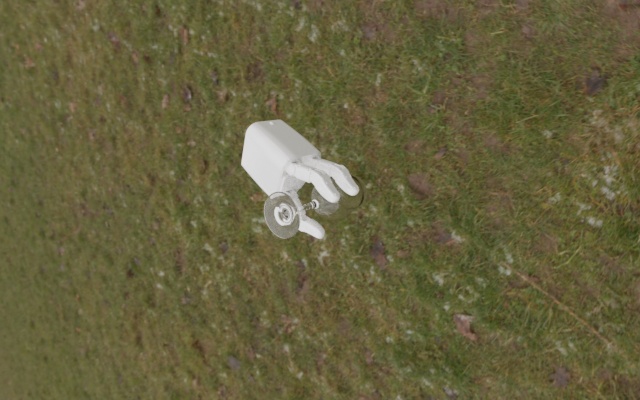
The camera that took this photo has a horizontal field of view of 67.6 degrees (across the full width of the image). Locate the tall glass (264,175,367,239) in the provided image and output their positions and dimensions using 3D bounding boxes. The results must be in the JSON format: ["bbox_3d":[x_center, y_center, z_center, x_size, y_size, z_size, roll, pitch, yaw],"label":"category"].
[{"bbox_3d":[0.000,0.003,0.809,0.079,0.079,0.201,0,11,38],"label":"tall glass"}]
